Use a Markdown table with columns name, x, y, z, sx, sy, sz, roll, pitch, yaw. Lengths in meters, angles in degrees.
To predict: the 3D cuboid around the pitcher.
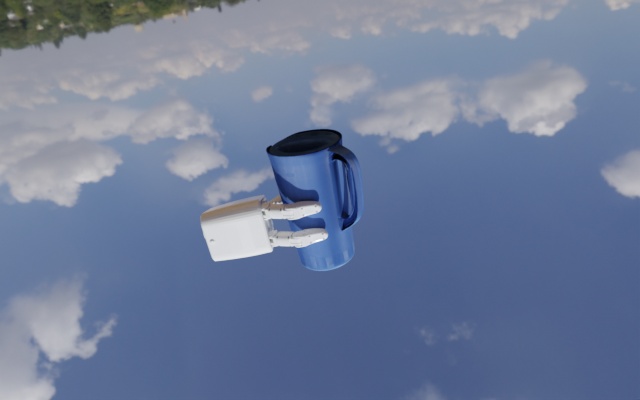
| name | x | y | z | sx | sy | sz | roll | pitch | yaw |
| --- | --- | --- | --- | --- | --- | --- | --- | --- | --- |
| pitcher | 0.000 | 0.003 | 0.858 | 0.145 | 0.243 | 0.149 | -13 | 24 | -2 |
